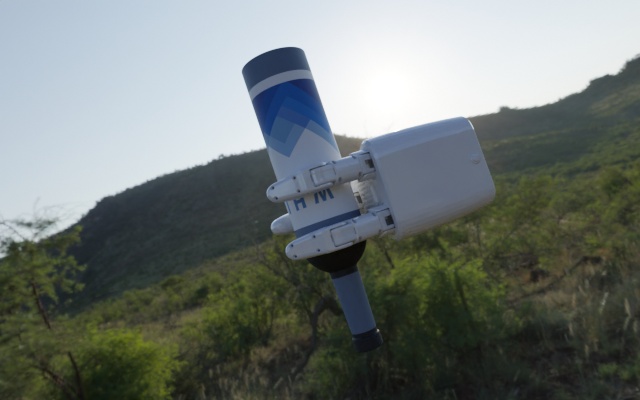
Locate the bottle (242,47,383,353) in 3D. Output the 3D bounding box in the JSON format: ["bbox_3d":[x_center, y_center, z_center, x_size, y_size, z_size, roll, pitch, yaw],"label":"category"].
[{"bbox_3d":[0.000,0.001,0.467,0.069,0.295,0.069,-19,-4,-1],"label":"bottle"}]
